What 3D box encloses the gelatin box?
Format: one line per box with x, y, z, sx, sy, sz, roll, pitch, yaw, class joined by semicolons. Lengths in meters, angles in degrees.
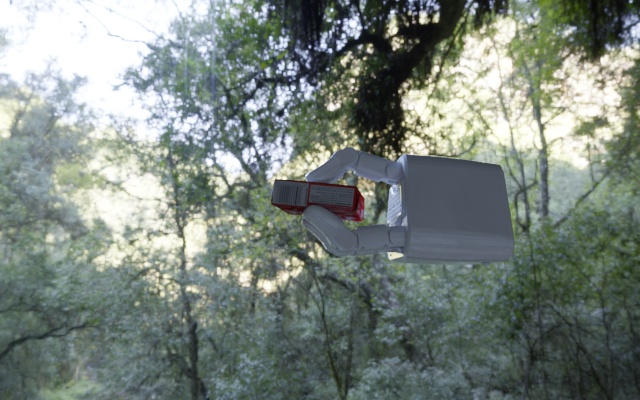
0.000;0.001;0.508;0.089;0.030;0.073;6;-8;11;gelatin box
